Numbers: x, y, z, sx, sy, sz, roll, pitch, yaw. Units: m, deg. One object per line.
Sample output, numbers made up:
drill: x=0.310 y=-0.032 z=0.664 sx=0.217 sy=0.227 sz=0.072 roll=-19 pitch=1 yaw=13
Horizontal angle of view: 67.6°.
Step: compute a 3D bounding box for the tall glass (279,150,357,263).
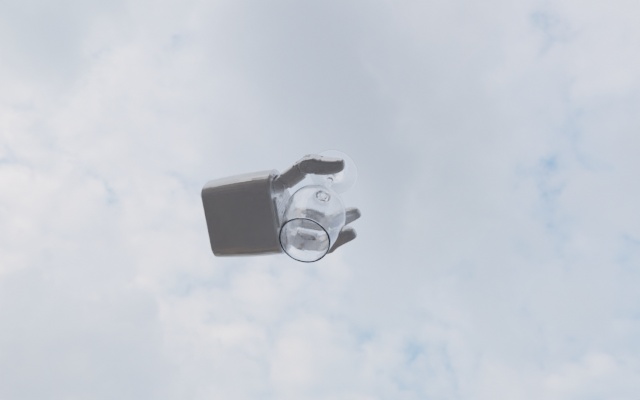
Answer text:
tall glass: x=0.000 y=0.002 z=0.639 sx=0.079 sy=0.079 sz=0.201 roll=0 pitch=27 yaw=12
